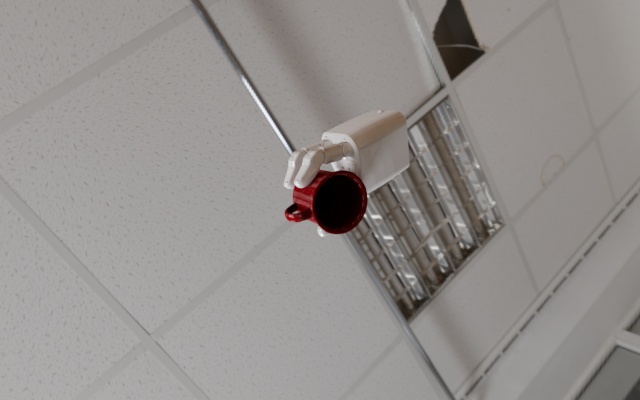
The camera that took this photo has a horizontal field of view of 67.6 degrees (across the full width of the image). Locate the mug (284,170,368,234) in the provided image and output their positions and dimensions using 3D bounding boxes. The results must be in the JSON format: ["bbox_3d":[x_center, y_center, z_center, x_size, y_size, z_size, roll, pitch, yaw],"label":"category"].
[{"bbox_3d":[-0.001,0.003,0.709,0.117,0.093,0.081,-28,21,-22],"label":"mug"}]
